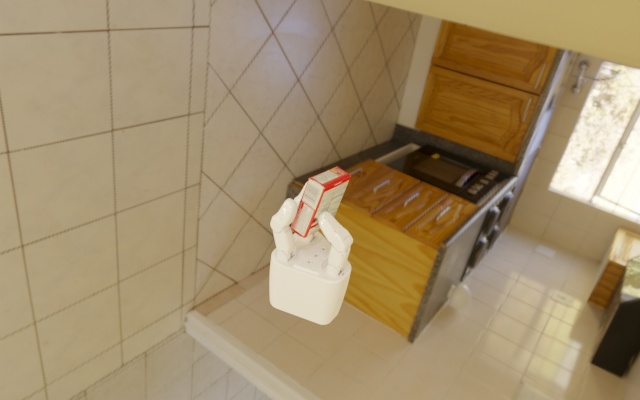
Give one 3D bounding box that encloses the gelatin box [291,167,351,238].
[{"bbox_3d":[0.001,0.002,0.672,0.030,0.089,0.073,34,31,21],"label":"gelatin box"}]
